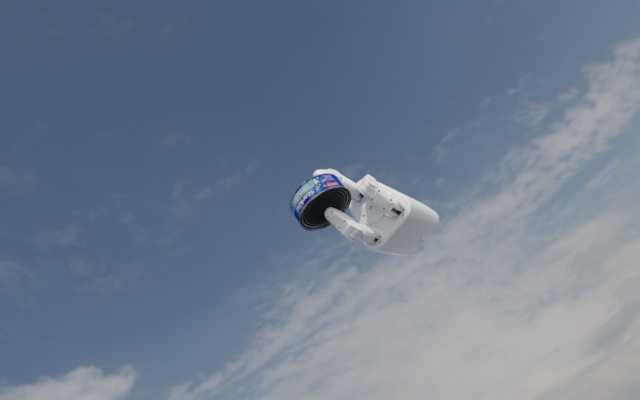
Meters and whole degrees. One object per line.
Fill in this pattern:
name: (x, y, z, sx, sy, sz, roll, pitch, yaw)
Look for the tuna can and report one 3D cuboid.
tuna can: (0.000, 0.002, 0.689, 0.086, 0.086, 0.033, 0, 42, -43)
